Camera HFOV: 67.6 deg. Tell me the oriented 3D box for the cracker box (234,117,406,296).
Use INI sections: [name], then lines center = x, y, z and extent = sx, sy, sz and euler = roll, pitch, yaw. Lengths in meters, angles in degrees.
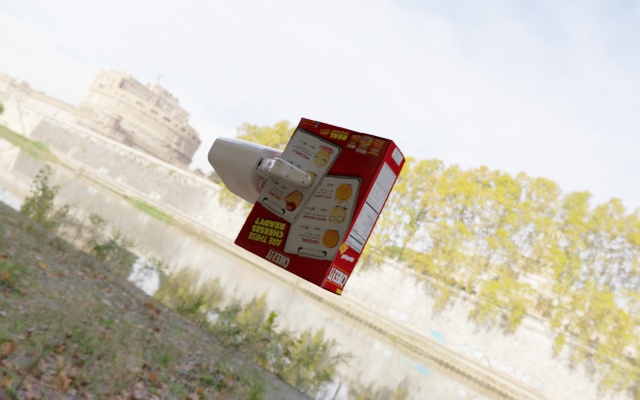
[cracker box]
center = 0.000, 0.002, 0.671
extent = 0.164, 0.213, 0.072
euler = 20, -11, 35
